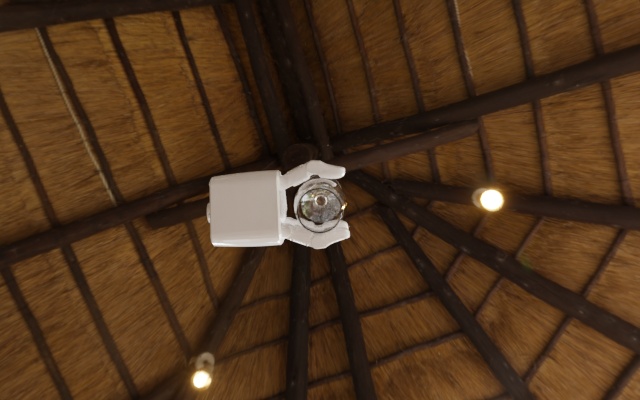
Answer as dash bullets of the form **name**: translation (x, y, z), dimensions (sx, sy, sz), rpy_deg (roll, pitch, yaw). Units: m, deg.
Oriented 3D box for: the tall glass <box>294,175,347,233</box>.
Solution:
- **tall glass**: translation (0.000, 0.002, 0.738), dimensions (0.079, 0.079, 0.201), rpy_deg (0, 7, 1)
